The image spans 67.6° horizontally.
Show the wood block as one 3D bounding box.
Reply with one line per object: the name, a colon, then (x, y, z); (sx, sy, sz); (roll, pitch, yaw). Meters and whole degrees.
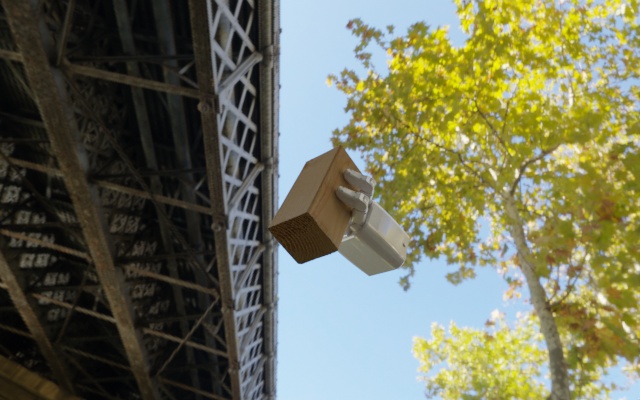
wood block: (0.000, 0.003, 0.849); (0.091, 0.090, 0.206); (-24, 25, 33)
